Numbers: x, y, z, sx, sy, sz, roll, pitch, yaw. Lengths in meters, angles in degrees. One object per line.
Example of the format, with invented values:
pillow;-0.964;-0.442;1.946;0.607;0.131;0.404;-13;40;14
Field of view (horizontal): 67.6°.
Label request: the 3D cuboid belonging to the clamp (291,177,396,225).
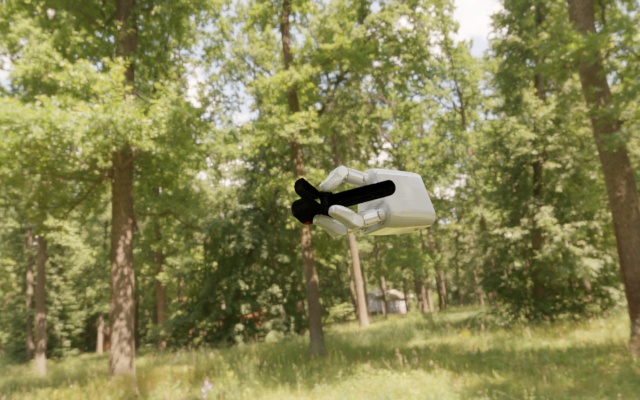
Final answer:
clamp;0.000;0.002;0.789;0.164;0.036;0.210;4;-17;-29
